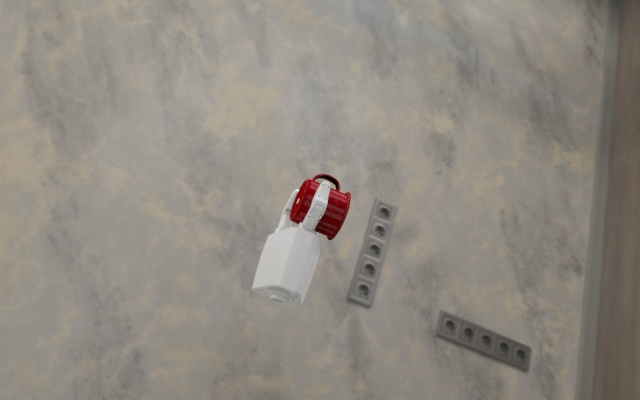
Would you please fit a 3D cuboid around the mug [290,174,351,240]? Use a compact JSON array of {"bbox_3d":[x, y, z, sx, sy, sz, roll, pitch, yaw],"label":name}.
[{"bbox_3d":[0.000,0.001,0.849,0.081,0.117,0.093,23,-28,-11],"label":"mug"}]
